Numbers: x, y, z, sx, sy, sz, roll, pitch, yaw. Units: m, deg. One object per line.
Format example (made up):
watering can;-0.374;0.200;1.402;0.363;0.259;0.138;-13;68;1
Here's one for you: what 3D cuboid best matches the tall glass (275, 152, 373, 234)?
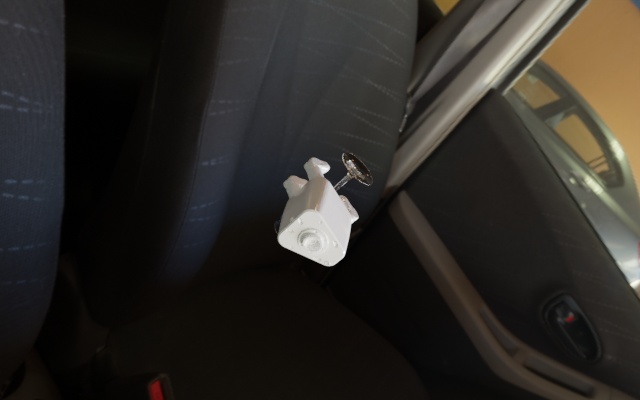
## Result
tall glass;0.001;0.002;0.889;0.201;0.079;0.079;-42;-22;27
